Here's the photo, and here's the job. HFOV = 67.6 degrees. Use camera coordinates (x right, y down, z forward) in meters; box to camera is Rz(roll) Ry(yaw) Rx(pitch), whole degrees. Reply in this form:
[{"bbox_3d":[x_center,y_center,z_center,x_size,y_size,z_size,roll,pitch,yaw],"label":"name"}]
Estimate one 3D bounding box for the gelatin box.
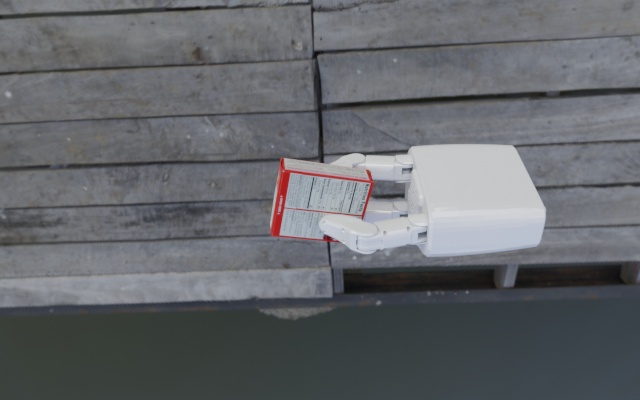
[{"bbox_3d":[0.000,0.002,0.461,0.089,0.073,0.030,6,30,-11],"label":"gelatin box"}]
